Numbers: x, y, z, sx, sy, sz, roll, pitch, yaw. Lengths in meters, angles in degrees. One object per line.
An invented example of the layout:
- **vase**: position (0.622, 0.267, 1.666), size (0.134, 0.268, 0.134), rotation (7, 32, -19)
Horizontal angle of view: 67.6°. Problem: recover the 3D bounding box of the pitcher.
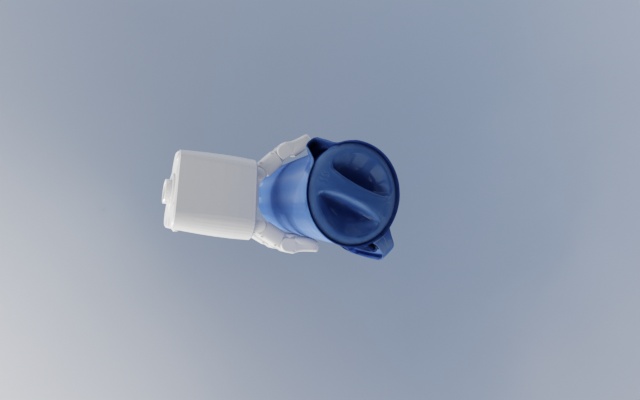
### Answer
- **pitcher**: position (0.000, 0.002, 0.691), size (0.145, 0.149, 0.243), rotation (6, -3, -25)
